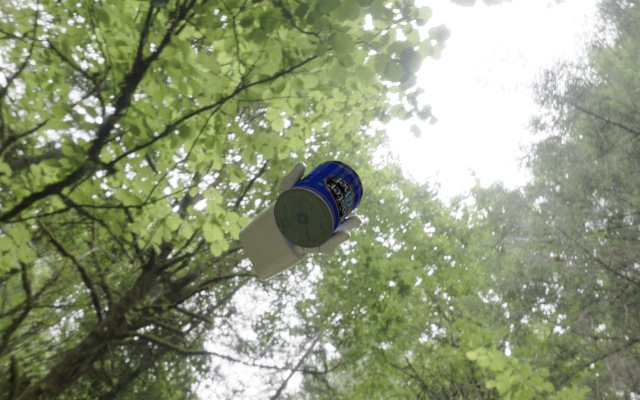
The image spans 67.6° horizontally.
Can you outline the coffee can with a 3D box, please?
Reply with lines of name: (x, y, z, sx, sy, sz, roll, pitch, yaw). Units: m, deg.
coffee can: (0.000, 0.003, 0.803, 0.103, 0.103, 0.140, 0, 23, 27)
